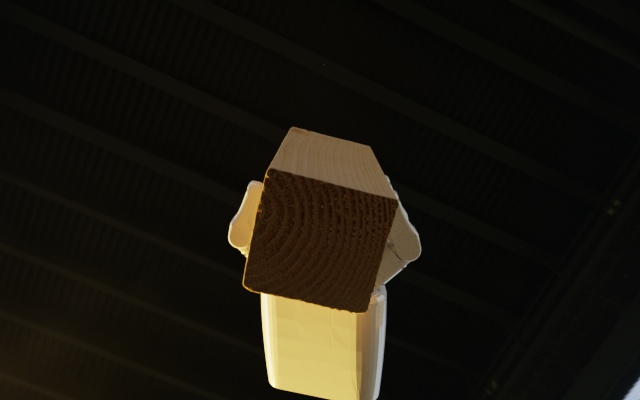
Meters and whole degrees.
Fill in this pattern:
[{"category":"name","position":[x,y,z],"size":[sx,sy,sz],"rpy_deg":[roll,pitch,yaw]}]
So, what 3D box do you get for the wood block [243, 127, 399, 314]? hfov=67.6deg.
[{"category":"wood block","position":[0.000,0.002,0.416],"size":[0.091,0.090,0.206],"rpy_deg":[13,16,-3]}]
